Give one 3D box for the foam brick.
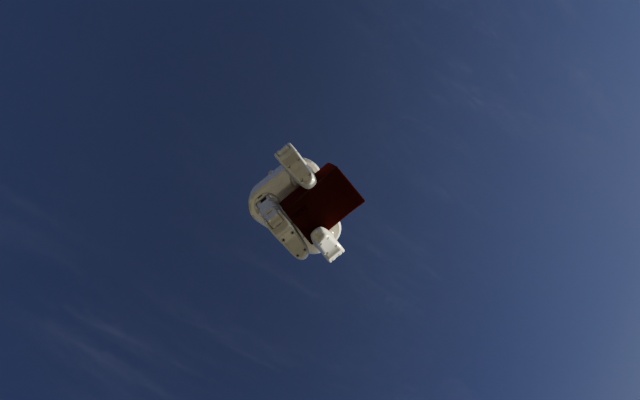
[{"bbox_3d":[0.000,0.002,0.540,0.078,0.053,0.051,-39,14,-2],"label":"foam brick"}]
